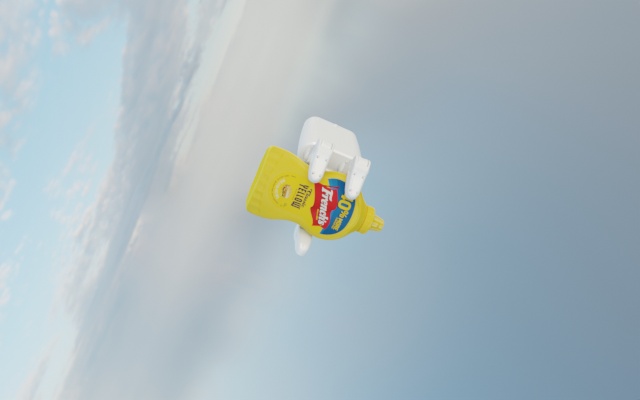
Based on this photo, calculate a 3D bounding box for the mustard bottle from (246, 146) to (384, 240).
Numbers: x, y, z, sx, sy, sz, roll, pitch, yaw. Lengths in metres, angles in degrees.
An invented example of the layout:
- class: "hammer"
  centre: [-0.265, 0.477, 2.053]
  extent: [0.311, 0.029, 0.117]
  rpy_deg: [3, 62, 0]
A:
- class: "mustard bottle"
  centre: [0.000, 0.002, 0.662]
  extent: [0.191, 0.096, 0.058]
  rpy_deg: [22, 6, -13]
